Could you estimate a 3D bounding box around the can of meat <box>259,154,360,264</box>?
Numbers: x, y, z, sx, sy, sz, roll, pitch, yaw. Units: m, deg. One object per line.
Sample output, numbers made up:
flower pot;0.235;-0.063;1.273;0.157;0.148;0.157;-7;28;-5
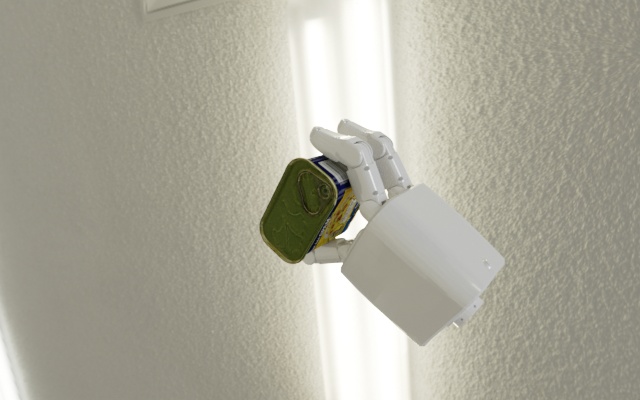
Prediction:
can of meat;0.000;0.001;0.461;0.057;0.102;0.084;41;33;19
